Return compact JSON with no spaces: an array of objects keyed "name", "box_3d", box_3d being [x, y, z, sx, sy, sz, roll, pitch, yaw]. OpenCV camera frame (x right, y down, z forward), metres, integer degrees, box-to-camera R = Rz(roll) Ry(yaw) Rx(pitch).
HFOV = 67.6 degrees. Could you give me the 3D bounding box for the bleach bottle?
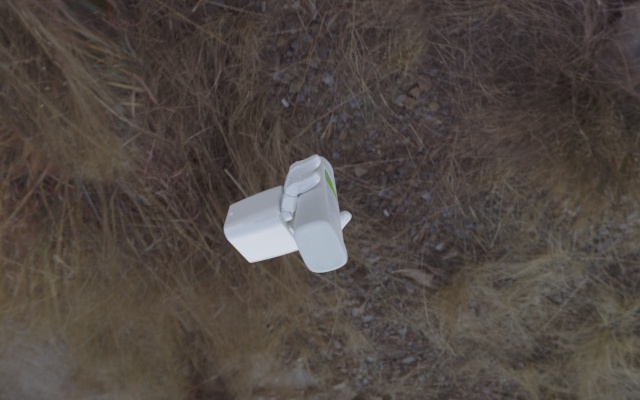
[{"name":"bleach bottle","box_3d":[0.000,0.003,0.822,0.068,0.103,0.250,-16,32,11]}]
